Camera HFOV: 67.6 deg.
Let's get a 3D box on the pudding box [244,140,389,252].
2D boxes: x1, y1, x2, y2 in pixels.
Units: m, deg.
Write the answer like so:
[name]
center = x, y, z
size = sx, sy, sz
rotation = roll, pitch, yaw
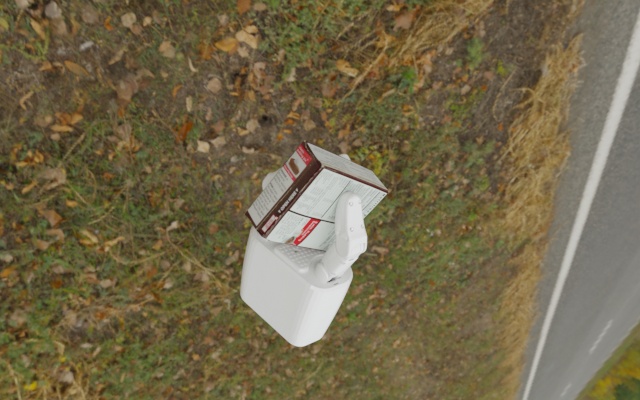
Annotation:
[pudding box]
center = 0.000, 0.002, 0.449
size = 0.113, 0.090, 0.039
rotation = 16, 29, -52
